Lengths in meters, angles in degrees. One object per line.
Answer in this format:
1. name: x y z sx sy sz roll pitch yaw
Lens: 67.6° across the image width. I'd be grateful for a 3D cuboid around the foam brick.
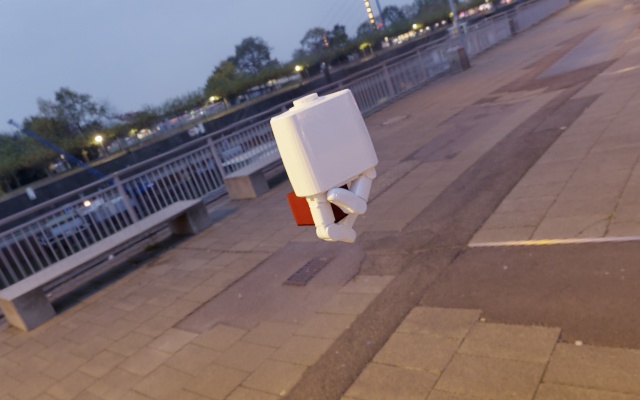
1. foam brick: 0.000 0.002 0.676 0.078 0.051 0.053 -4 23 48
